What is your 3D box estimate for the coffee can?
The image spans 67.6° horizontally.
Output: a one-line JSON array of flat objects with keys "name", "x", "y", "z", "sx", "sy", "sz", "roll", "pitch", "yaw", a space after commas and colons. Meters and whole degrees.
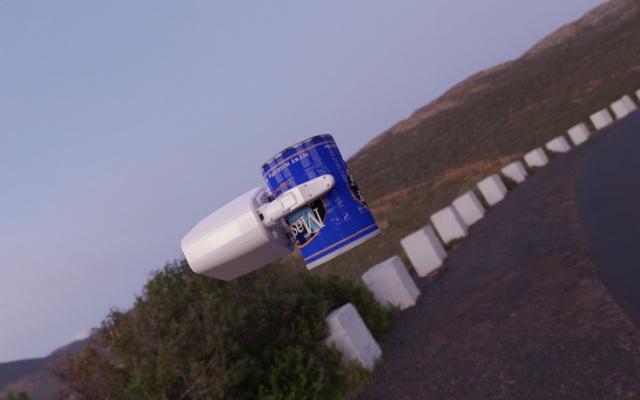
[{"name": "coffee can", "x": 0.000, "y": 0.002, "z": 0.603, "sx": 0.103, "sy": 0.140, "sz": 0.103, "roll": -26, "pitch": -6, "yaw": -3}]
